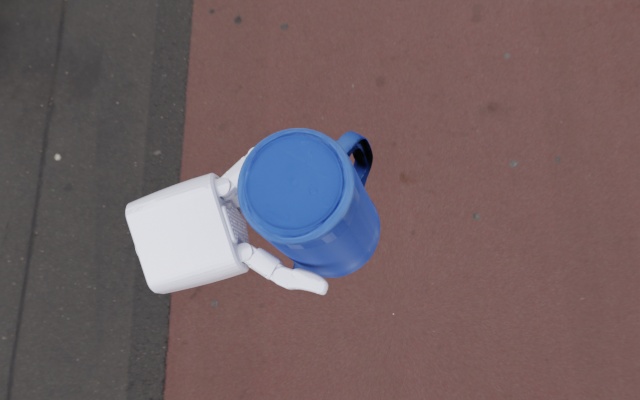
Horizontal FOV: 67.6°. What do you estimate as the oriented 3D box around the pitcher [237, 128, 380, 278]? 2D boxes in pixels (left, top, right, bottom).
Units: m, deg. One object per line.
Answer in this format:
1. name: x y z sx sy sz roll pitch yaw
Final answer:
1. pitcher: 0.000 0.002 0.532 0.145 0.149 0.243 -15 -15 5
